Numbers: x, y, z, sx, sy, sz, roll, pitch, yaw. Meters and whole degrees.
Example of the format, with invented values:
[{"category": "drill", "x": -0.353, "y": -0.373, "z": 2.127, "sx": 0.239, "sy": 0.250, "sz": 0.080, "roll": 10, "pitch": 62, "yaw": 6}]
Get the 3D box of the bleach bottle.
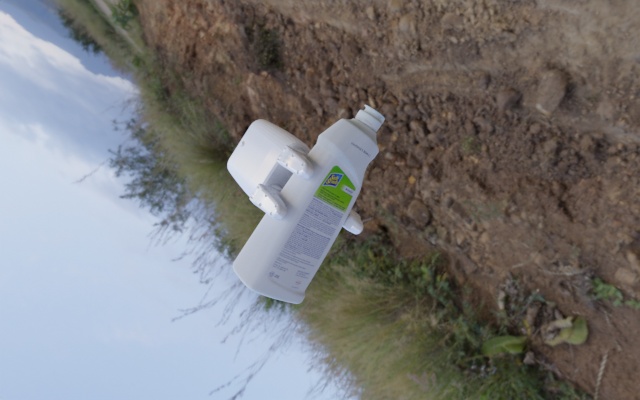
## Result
[{"category": "bleach bottle", "x": 0.000, "y": 0.002, "z": 0.580, "sx": 0.102, "sy": 0.251, "sz": 0.068, "roll": 28, "pitch": 9, "yaw": -45}]
